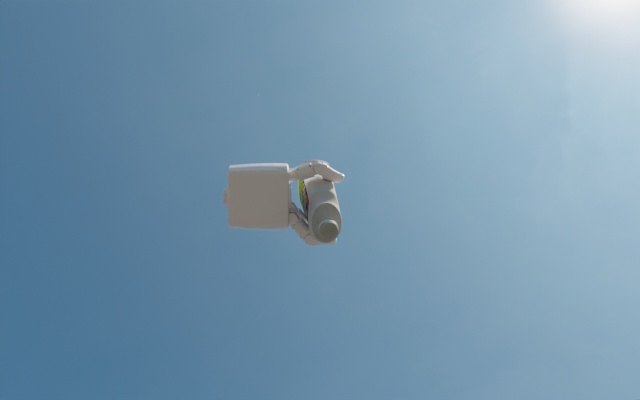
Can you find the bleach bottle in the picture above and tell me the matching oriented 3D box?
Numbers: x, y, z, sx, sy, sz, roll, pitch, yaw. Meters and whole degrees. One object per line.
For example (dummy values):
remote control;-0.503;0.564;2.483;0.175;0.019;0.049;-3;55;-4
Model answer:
bleach bottle;0.000;0.003;0.857;0.068;0.102;0.250;-2;17;-6
